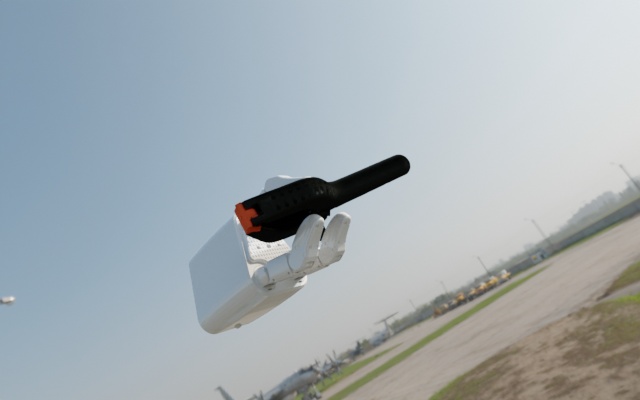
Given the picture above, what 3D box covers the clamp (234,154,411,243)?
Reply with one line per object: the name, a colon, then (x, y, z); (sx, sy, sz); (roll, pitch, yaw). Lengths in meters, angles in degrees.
clamp: (-0.001, 0.001, 0.514); (0.164, 0.036, 0.210); (-42, -21, 27)
